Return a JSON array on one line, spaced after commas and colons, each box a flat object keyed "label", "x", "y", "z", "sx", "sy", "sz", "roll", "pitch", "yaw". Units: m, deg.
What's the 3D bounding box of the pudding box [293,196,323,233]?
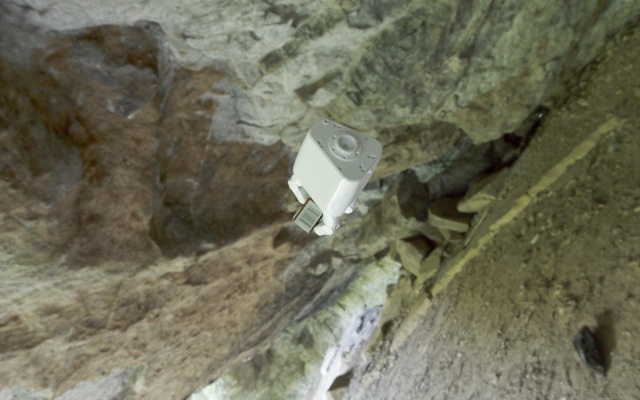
[{"label": "pudding box", "x": 0.000, "y": 0.003, "z": 0.831, "sx": 0.039, "sy": 0.113, "sz": 0.090, "roll": 38, "pitch": -2, "yaw": 4}]
